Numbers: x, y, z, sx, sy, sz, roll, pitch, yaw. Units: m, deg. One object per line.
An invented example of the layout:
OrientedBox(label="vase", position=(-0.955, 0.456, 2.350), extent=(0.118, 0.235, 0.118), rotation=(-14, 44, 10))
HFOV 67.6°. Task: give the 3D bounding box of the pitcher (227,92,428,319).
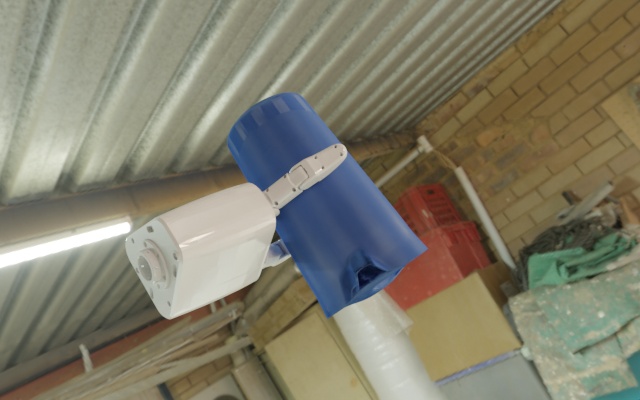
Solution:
OrientedBox(label="pitcher", position=(0.000, 0.002, 0.555), extent=(0.145, 0.242, 0.149), rotation=(-24, -16, -40))
